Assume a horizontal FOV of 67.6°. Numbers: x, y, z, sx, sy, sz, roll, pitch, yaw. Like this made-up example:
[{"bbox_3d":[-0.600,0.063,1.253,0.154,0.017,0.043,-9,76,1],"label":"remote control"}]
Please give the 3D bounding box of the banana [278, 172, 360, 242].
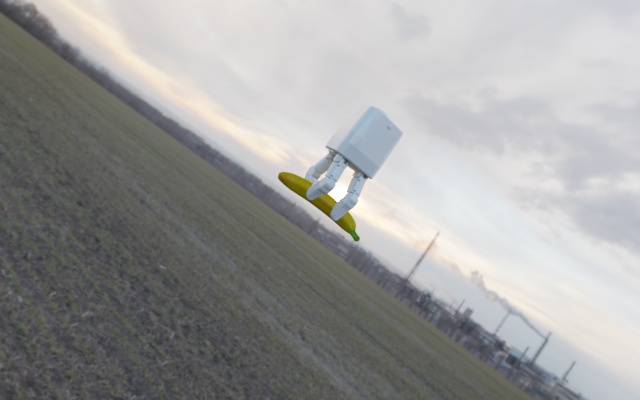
[{"bbox_3d":[0.001,0.002,0.918,0.198,0.037,0.069,38,6,-10],"label":"banana"}]
